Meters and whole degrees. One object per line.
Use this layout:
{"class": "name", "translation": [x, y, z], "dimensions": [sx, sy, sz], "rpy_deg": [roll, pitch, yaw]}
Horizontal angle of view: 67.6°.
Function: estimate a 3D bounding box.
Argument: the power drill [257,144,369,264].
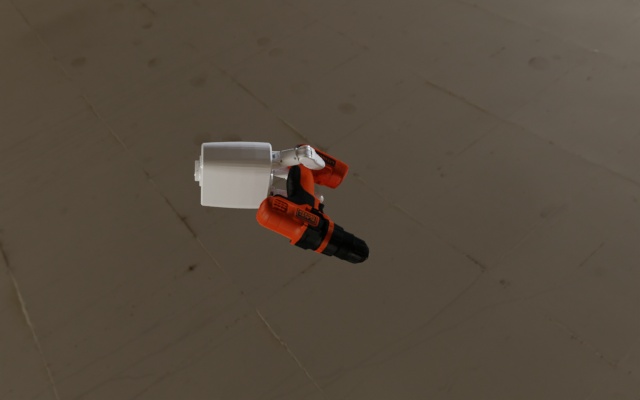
{"class": "power drill", "translation": [0.000, 0.002, 0.768], "dimensions": [0.184, 0.187, 0.057], "rpy_deg": [26, -51, -15]}
